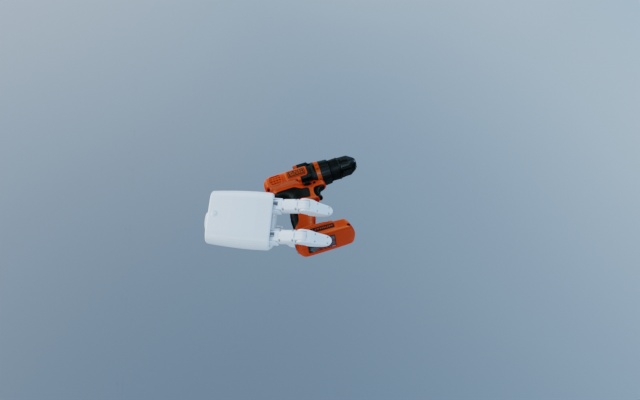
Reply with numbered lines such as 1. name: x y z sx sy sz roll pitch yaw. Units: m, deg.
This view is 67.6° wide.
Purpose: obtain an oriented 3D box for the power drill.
1. power drill: 0.000 0.003 0.880 0.184 0.187 0.057 -18 -41 -3
